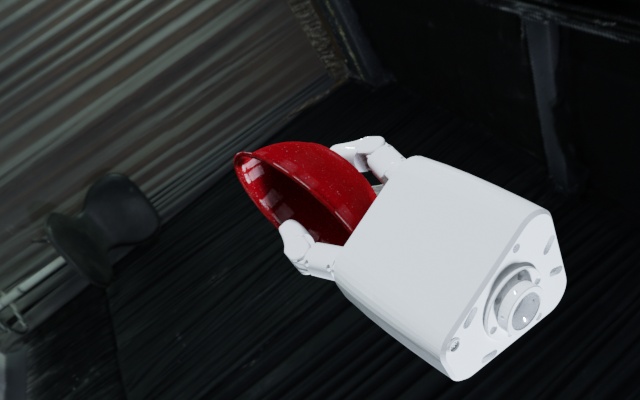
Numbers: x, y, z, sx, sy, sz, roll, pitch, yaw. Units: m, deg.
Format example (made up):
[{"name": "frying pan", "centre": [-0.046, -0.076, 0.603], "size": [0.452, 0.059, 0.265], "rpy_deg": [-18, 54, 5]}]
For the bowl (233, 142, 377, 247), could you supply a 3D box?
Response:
[{"name": "bowl", "centre": [-0.001, 0.001, 0.423], "size": [0.162, 0.055, 0.162], "rpy_deg": [37, -20, 15]}]
